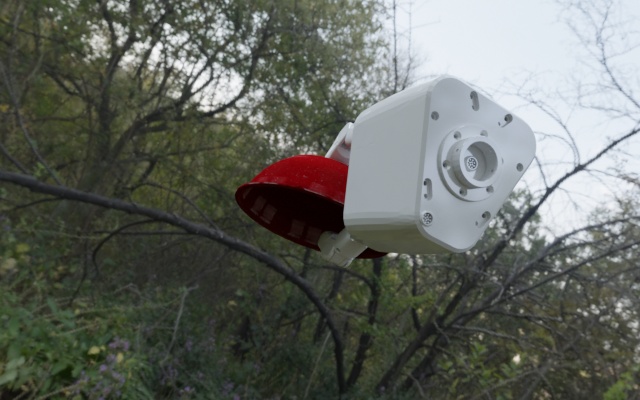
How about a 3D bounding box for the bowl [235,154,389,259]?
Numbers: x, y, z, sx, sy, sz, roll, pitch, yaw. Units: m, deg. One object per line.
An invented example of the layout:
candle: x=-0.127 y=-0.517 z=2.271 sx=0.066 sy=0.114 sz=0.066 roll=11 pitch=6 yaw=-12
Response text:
bowl: x=-0.001 y=0.001 z=0.477 sx=0.162 sy=0.055 sz=0.162 roll=17 pitch=-22 yaw=7
